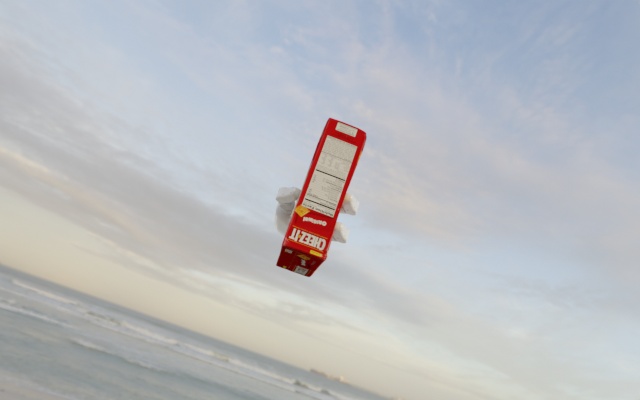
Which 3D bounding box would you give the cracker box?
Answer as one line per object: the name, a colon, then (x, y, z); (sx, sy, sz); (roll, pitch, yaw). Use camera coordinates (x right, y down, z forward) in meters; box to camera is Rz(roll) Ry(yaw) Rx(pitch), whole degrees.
cracker box: (0.000, 0.002, 0.760); (0.072, 0.213, 0.164); (20, -19, -2)
